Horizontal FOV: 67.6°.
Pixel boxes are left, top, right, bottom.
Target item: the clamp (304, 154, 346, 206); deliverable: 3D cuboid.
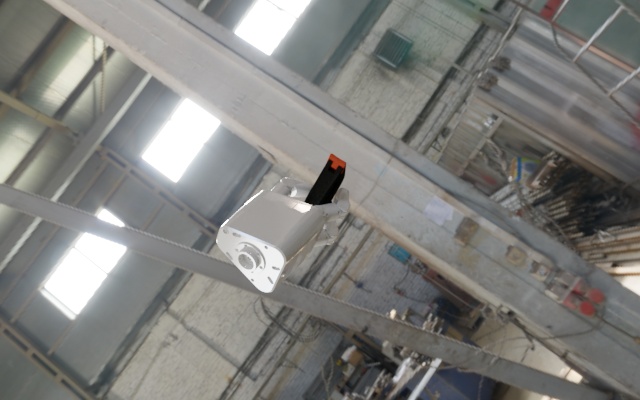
[{"bbox_3d":[0.000,0.002,0.774,0.036,0.210,0.164,33,40,8],"label":"clamp"}]
